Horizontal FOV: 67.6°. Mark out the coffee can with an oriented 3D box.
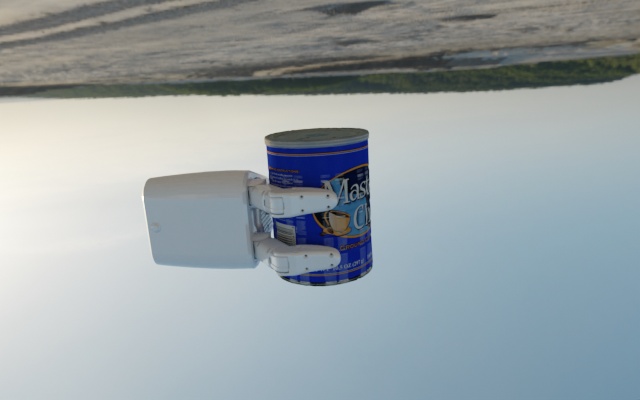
[{"bbox_3d":[0.000,0.001,0.484,0.103,0.140,0.102,-3,14,1],"label":"coffee can"}]
